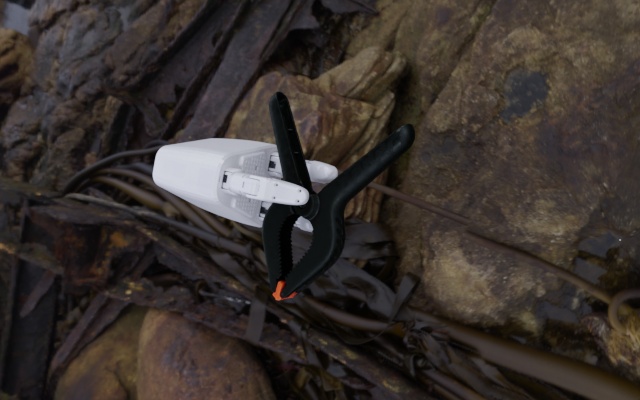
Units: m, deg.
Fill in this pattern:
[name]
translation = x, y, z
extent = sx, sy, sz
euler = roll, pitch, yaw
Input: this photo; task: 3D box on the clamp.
[clamp]
translation = -0.001, 0.002, 0.474
extent = 0.164, 0.210, 0.036
euler = 13, 3, 31
